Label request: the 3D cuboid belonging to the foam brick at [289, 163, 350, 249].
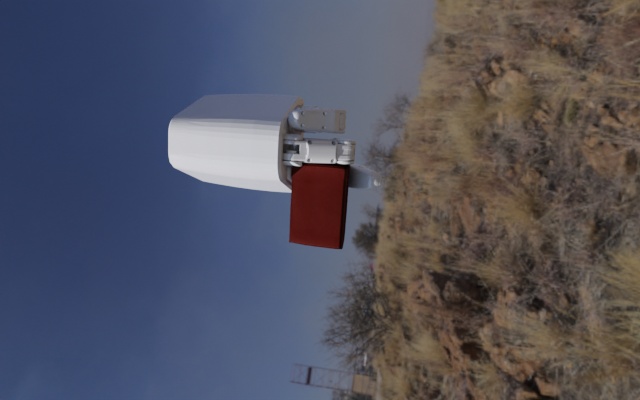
[{"bbox_3d":[0.000,0.002,0.464,0.051,0.078,0.053,4,10,5],"label":"foam brick"}]
